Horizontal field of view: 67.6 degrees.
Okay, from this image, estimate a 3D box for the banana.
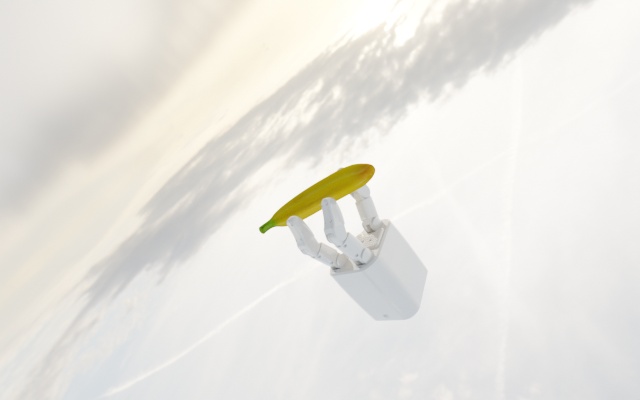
[{"bbox_3d":[0.002,-0.005,0.669,0.198,0.037,0.069,-31,15,28],"label":"banana"}]
